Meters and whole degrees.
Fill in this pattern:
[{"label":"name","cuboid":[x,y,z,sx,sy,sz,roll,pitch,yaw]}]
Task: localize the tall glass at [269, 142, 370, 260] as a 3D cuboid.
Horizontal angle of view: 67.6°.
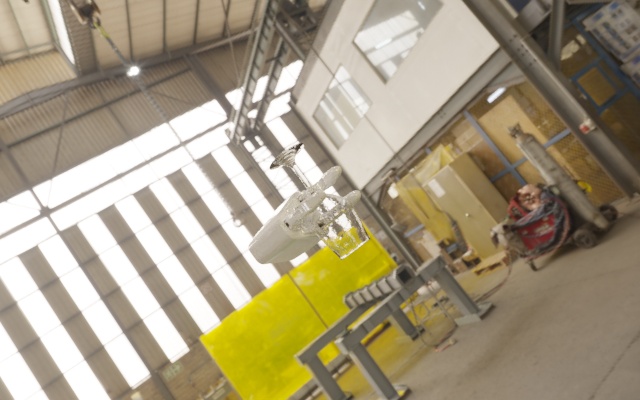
[{"label":"tall glass","cuboid":[0.000,0.002,0.812,0.079,0.201,0.079,-36,-7,-5]}]
